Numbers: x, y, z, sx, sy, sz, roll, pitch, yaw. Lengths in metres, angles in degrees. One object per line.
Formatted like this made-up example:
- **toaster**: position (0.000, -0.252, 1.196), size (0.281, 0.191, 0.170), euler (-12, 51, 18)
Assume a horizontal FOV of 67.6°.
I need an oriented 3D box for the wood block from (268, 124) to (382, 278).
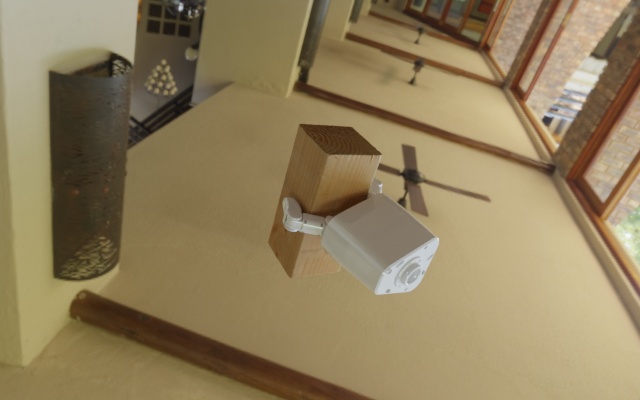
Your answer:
- **wood block**: position (0.000, 0.003, 0.693), size (0.091, 0.206, 0.090), euler (-2, 35, -31)
